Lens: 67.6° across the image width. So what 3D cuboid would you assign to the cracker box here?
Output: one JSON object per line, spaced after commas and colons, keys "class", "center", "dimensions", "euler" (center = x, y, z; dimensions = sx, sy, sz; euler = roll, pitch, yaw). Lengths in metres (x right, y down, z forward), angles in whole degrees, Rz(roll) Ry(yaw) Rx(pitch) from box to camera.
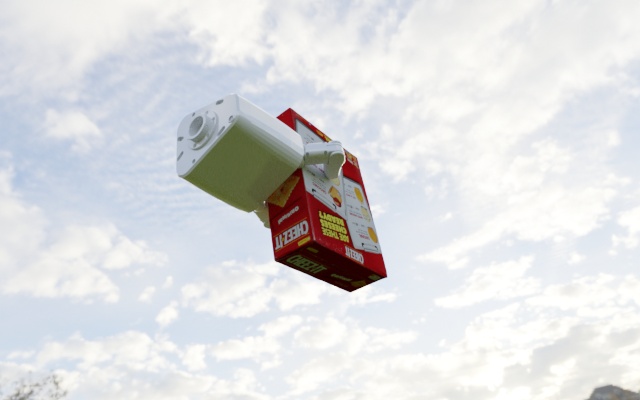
{"class": "cracker box", "center": [0.000, 0.002, 0.655], "dimensions": [0.072, 0.213, 0.164], "euler": [-30, -39, 26]}
